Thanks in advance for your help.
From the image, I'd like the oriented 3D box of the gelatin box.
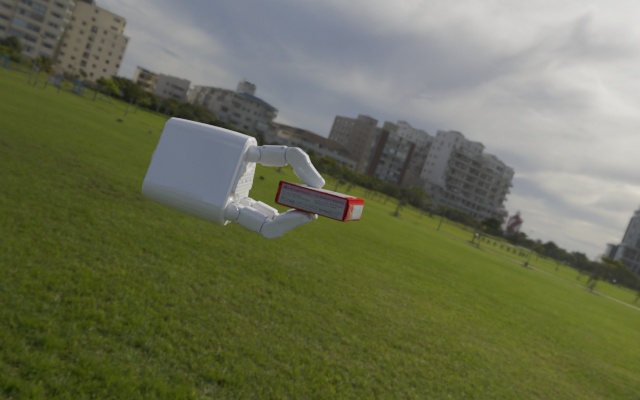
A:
[{"bbox_3d":[0.001,0.002,0.572,0.089,0.030,0.073,14,3,18],"label":"gelatin box"}]
